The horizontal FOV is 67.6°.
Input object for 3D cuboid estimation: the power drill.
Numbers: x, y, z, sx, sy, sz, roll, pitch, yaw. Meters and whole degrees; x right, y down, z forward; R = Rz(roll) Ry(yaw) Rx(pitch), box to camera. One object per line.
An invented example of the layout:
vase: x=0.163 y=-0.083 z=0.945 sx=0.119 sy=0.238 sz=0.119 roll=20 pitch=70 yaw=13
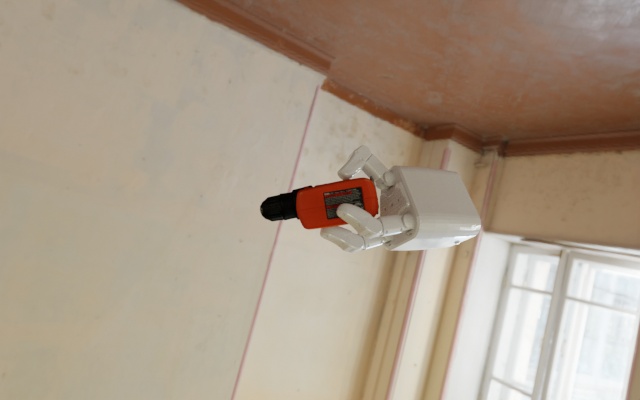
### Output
power drill: x=0.000 y=0.002 z=0.692 sx=0.184 sy=0.057 sz=0.187 roll=-12 pitch=5 yaw=-4
